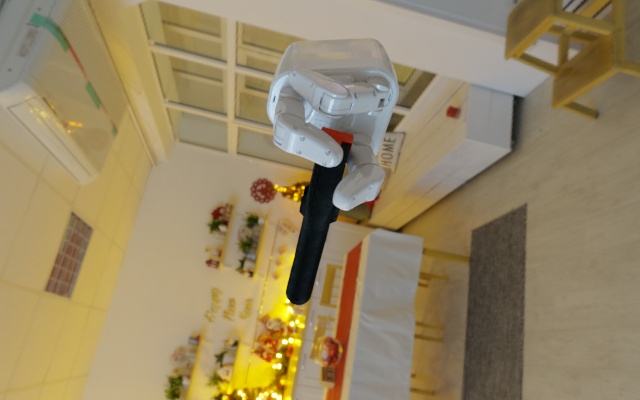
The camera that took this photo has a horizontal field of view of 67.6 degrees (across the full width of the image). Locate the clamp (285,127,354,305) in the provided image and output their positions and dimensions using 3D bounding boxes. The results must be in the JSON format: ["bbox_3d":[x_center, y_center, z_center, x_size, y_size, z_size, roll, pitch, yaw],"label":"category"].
[{"bbox_3d":[-0.001,0.001,0.448,0.039,0.172,0.120,12,34,-7],"label":"clamp"}]
